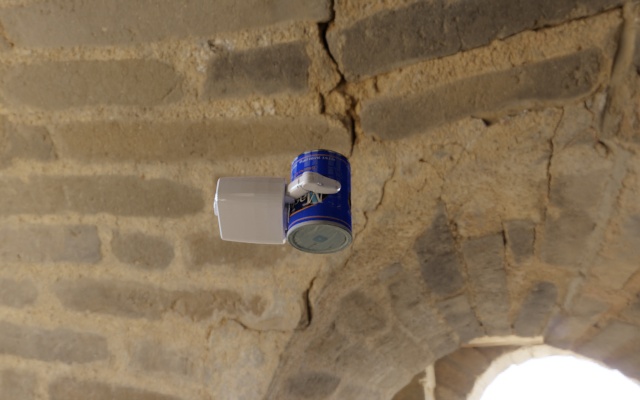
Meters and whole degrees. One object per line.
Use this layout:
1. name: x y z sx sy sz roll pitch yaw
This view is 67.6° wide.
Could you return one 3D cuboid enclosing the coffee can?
1. coffee can: 0.000 0.003 0.780 0.103 0.140 0.103 1 -32 1
